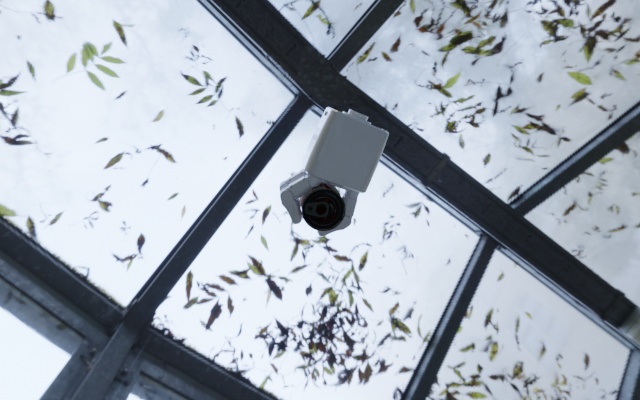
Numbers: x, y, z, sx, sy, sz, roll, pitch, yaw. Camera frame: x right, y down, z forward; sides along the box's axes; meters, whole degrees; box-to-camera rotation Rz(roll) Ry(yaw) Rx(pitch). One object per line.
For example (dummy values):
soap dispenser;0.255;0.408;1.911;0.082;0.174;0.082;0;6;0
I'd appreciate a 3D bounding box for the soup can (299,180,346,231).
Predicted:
soup can;0.000;0.003;0.778;0.068;0.068;0.102;0;14;-6
